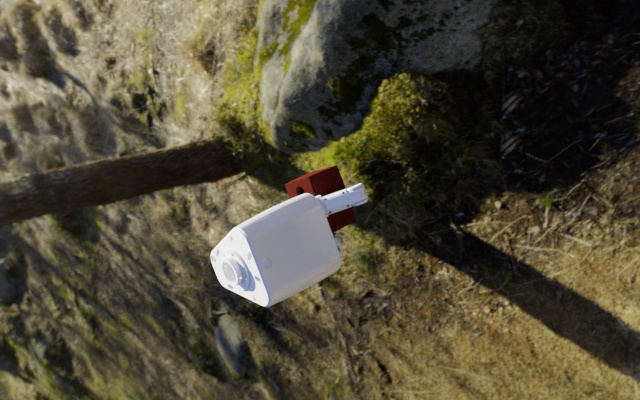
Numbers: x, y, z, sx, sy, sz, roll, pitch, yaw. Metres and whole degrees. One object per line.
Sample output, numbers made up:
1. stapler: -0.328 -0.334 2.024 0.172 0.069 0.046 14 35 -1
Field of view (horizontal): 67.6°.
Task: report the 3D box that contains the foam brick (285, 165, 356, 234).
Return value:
1. foam brick: 0.000 0.002 0.604 0.051 0.078 0.053 -24 6 -39
